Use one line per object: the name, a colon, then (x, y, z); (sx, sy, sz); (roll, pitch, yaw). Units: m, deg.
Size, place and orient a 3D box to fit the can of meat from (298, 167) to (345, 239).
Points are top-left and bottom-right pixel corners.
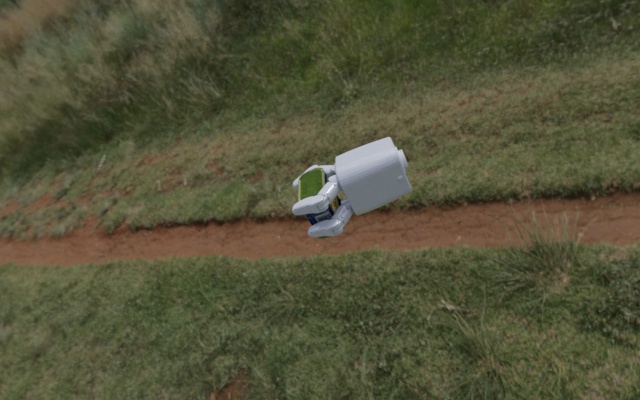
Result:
can of meat: (0.000, 0.003, 0.852); (0.057, 0.084, 0.102); (-20, 37, 13)
